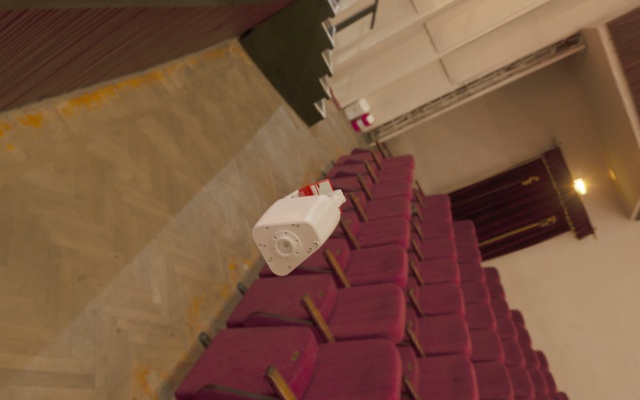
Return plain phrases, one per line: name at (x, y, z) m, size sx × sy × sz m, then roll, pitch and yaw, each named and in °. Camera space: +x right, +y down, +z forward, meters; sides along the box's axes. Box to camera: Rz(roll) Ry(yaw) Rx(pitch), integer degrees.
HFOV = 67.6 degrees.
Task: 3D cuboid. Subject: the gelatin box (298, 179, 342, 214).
gelatin box at (0.001, 0.003, 0.900) m, size 0.030 × 0.073 × 0.089 m, roll -22°, pitch 0°, yaw 28°
